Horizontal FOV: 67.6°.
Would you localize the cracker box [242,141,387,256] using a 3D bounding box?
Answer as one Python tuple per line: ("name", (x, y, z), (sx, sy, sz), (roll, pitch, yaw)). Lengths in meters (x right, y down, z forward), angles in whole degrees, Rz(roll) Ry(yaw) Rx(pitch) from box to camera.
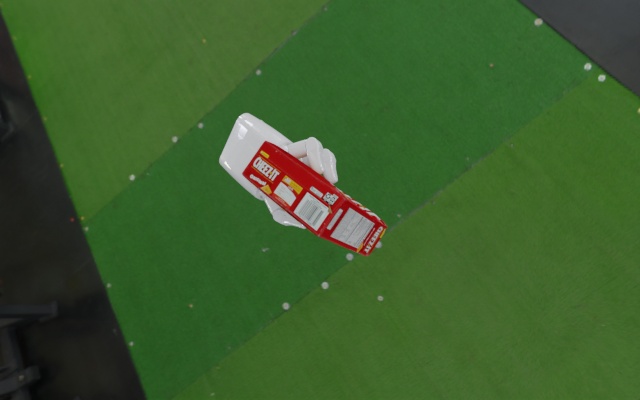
("cracker box", (0.000, 0.003, 0.755), (0.164, 0.072, 0.214), (37, 3, 27))
